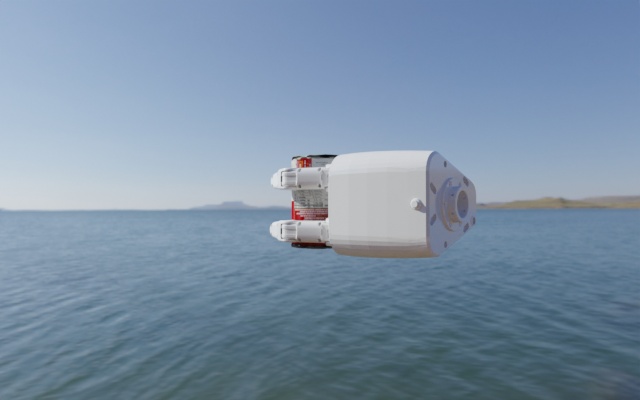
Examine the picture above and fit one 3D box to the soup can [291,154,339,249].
[{"bbox_3d":[0.000,0.001,0.542,0.068,0.102,0.068,0,-1,0],"label":"soup can"}]
